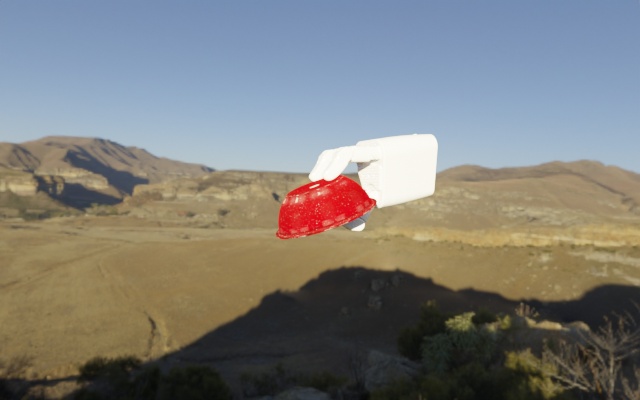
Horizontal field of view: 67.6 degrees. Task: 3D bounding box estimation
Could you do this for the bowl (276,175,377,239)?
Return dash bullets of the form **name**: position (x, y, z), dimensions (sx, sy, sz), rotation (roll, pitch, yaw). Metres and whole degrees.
- **bowl**: position (-0.001, 0.002, 0.718), dimensions (0.162, 0.055, 0.162), rotation (-19, 10, 3)
